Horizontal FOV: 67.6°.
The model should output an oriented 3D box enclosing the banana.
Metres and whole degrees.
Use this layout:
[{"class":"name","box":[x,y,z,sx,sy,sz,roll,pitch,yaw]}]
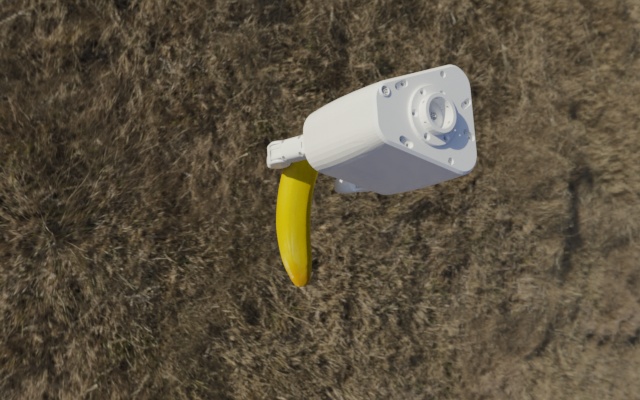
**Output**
[{"class":"banana","box":[-0.014,-0.009,0.520,0.070,0.197,0.037,26,-21,-24]}]
